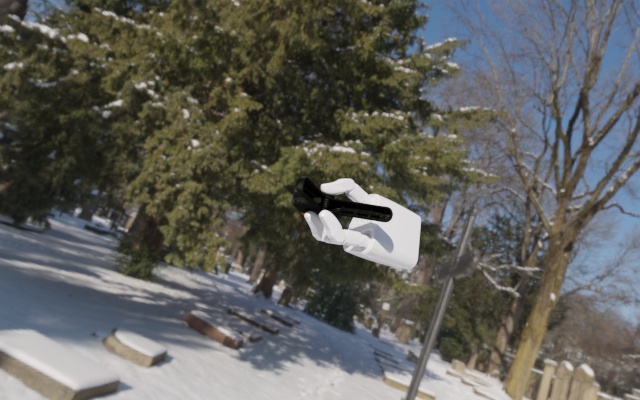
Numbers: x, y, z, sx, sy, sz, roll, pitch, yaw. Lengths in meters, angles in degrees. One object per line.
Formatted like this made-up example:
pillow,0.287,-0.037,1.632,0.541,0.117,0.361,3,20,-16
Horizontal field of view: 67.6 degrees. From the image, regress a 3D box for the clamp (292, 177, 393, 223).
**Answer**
clamp,0.000,0.002,0.805,0.164,0.036,0.210,22,-12,-25
